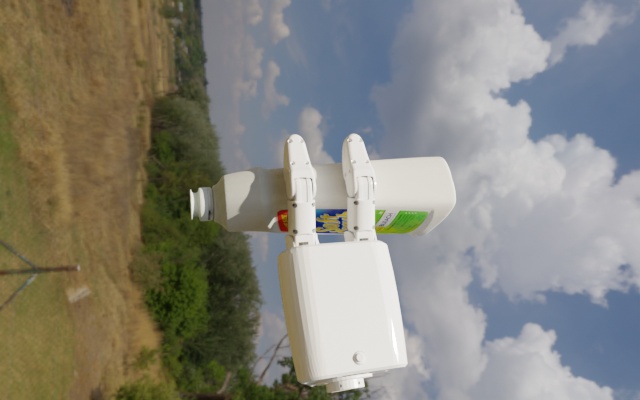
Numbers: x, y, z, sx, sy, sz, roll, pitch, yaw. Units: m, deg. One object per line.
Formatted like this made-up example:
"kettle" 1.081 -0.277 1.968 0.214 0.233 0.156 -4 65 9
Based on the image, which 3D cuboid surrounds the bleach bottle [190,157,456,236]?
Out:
"bleach bottle" 0.000 0.001 0.476 0.251 0.068 0.103 -3 -23 -16
